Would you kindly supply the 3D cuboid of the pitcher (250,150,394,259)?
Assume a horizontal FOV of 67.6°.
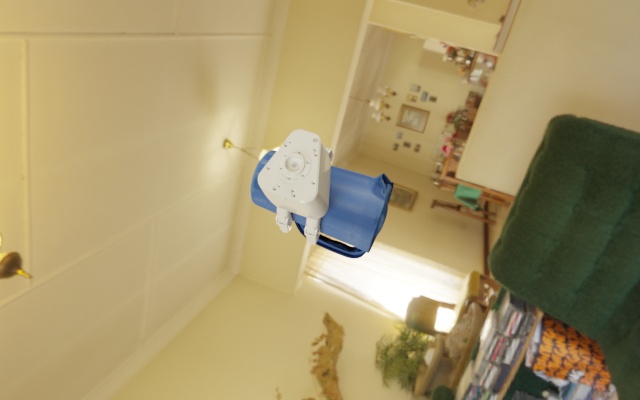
[{"bbox_3d":[0.000,0.003,0.870,0.243,0.149,0.145,19,-9,11],"label":"pitcher"}]
